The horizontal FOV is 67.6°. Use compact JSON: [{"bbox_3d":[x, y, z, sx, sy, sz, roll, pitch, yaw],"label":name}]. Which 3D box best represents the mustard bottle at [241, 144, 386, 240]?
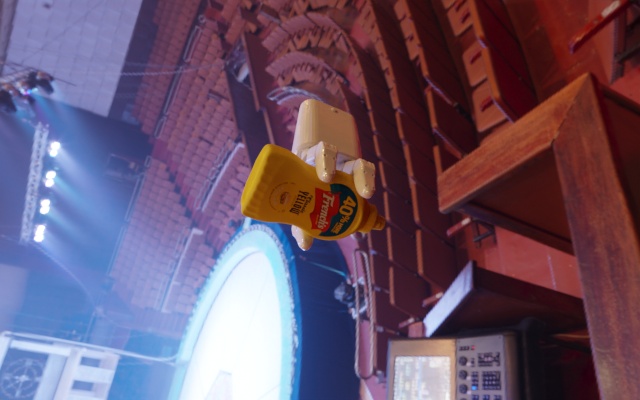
[{"bbox_3d":[0.000,0.002,0.623,0.191,0.096,0.058,19,22,-20],"label":"mustard bottle"}]
